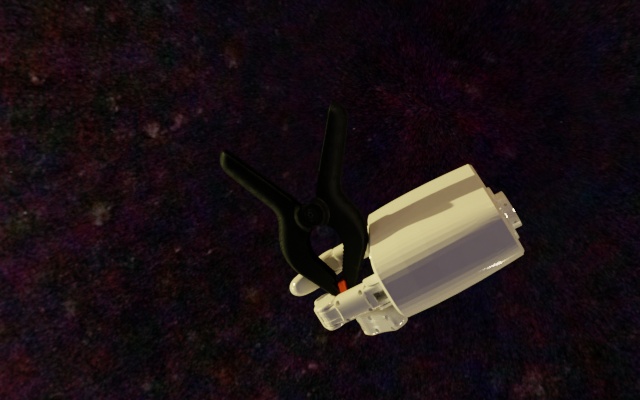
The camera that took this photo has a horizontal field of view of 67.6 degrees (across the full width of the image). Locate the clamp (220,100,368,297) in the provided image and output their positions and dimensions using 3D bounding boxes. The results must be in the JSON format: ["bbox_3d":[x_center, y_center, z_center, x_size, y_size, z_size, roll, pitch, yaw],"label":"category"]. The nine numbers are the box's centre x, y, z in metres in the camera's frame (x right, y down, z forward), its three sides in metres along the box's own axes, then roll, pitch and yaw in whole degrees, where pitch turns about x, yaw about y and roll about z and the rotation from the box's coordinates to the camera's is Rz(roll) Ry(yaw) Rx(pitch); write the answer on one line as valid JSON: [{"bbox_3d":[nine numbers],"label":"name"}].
[{"bbox_3d":[0.000,0.002,0.419,0.120,0.171,0.039,-31,3,16],"label":"clamp"}]
